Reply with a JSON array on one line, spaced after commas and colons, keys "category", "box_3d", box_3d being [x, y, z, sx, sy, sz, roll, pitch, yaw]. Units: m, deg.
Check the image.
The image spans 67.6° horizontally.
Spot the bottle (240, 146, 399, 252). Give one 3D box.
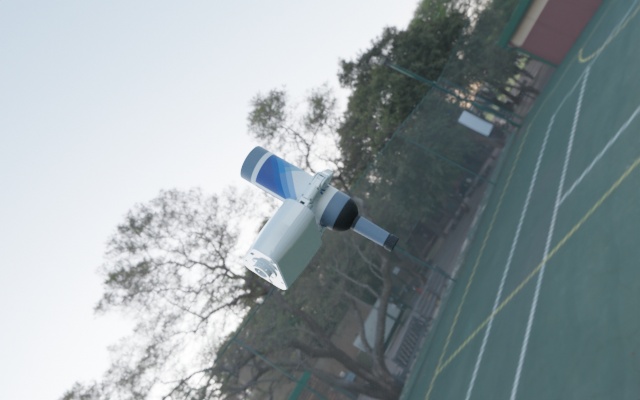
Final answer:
[{"category": "bottle", "box_3d": [0.000, 0.003, 0.828, 0.295, 0.069, 0.069, 30, 6, 11]}]
